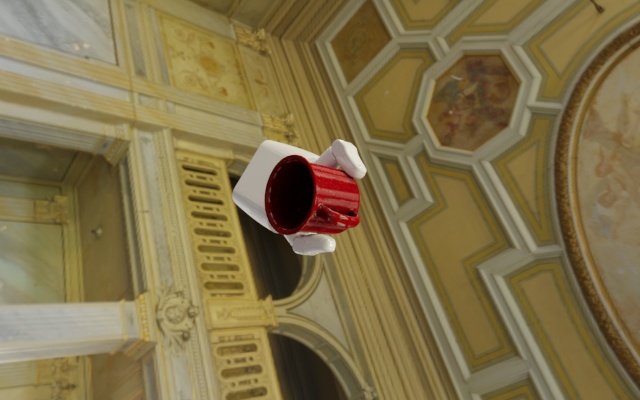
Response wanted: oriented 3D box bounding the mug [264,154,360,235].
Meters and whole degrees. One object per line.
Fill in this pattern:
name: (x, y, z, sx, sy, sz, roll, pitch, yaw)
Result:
mug: (0.001, 0.002, 0.562, 0.081, 0.093, 0.117, 9, 14, -43)
